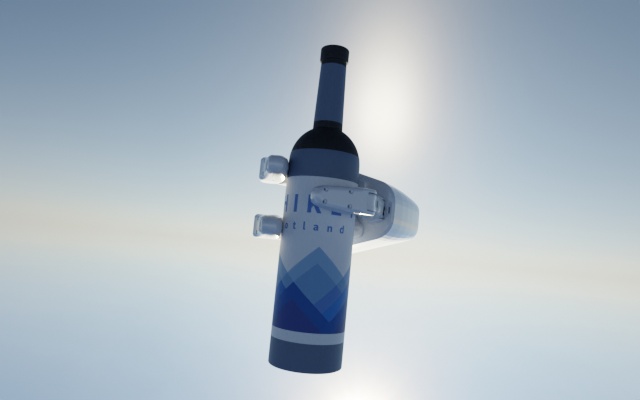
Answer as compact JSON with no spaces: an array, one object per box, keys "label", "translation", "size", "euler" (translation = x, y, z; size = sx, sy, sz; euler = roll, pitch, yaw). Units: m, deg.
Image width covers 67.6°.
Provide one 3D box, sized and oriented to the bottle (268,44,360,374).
[{"label":"bottle","translation":[0.000,0.002,0.443],"size":[0.069,0.295,0.069],"euler":[5,-6,1]}]
